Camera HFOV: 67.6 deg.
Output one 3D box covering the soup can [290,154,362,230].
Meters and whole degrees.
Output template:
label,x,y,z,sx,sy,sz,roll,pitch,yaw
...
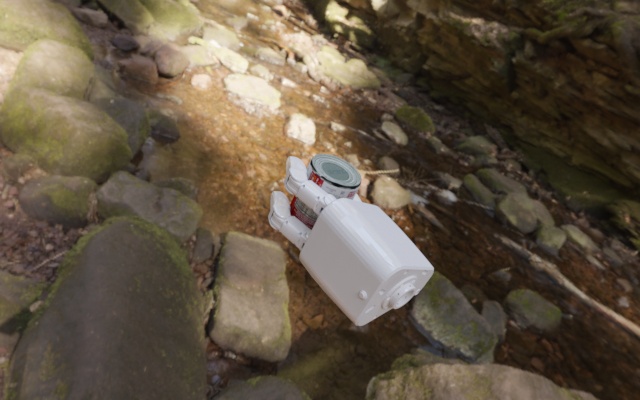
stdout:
label,x,y,z,sx,sy,sz,roll,pitch,yaw
soup can,0.000,0.001,0.592,0.068,0.102,0.068,19,32,-12
